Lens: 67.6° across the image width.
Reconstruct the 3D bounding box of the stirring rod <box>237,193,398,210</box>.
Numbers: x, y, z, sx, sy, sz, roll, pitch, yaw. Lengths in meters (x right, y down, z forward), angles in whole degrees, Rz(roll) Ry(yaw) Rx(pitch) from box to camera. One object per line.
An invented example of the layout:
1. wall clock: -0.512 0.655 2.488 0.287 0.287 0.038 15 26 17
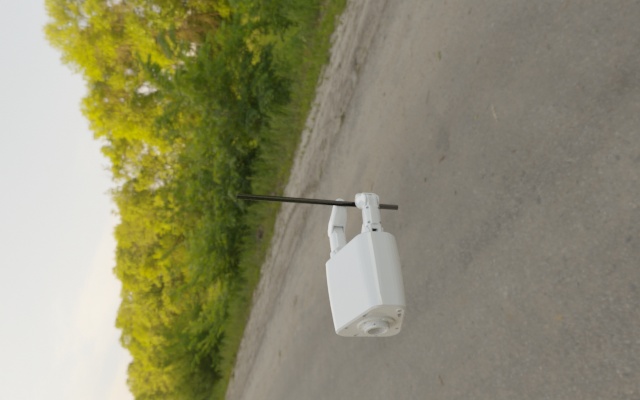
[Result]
1. stirring rod: 0.000 0.002 0.697 0.239 0.011 0.011 4 -1 -14
